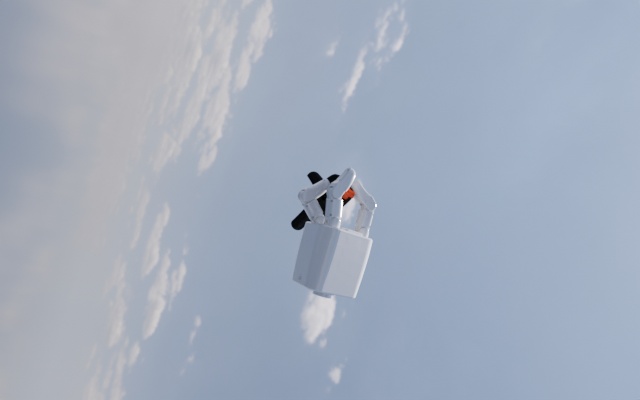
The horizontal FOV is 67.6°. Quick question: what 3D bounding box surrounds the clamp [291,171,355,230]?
[{"bbox_3d":[0.001,0.003,0.864,0.039,0.120,0.171,19,-6,-24],"label":"clamp"}]
